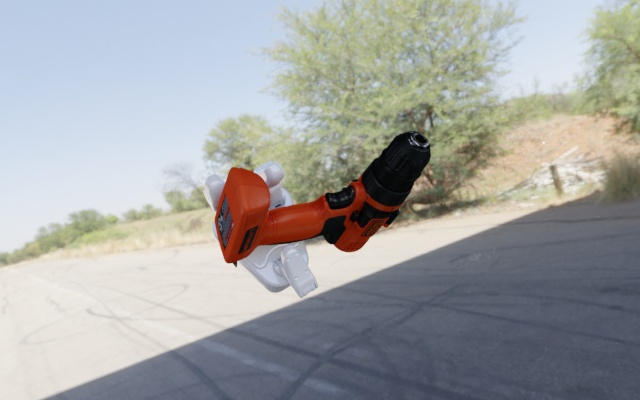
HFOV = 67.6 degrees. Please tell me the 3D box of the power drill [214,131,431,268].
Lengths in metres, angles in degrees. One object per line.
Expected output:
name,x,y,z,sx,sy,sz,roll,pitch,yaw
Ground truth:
power drill,0.000,0.002,0.471,0.187,0.057,0.184,-4,-35,-27
